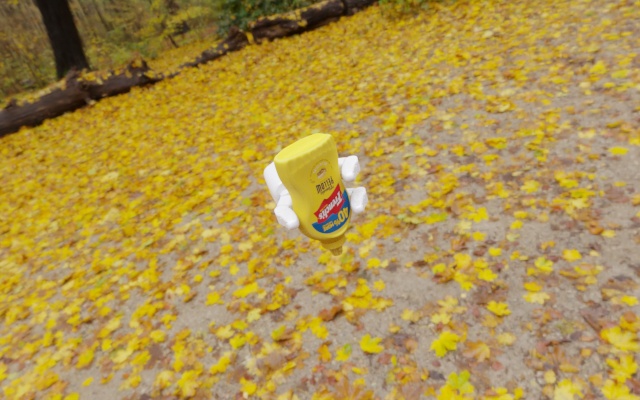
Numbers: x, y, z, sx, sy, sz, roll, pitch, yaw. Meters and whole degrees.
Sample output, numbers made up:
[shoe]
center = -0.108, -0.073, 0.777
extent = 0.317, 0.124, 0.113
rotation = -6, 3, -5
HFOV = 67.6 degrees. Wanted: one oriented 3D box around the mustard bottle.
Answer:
[mustard bottle]
center = 0.000, 0.002, 0.726
extent = 0.096, 0.192, 0.058
rotation = -35, 31, -31
